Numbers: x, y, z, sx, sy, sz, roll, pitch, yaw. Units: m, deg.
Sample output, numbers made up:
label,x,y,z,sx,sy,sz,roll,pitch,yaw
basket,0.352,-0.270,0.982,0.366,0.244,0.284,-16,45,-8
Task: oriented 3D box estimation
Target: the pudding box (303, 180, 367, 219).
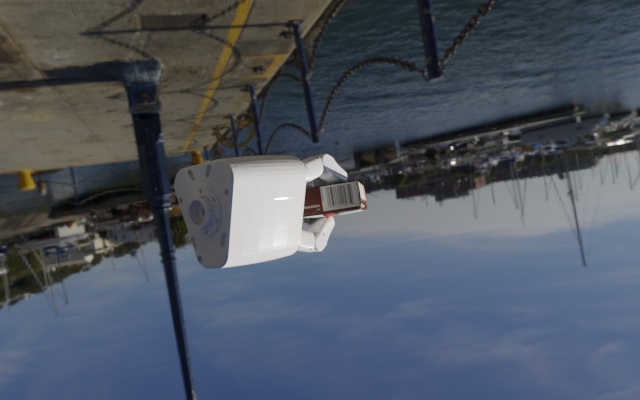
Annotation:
label,x,y,z,sx,sy,sz,roll,pitch,yaw
pudding box,0.000,0.002,0.619,0.113,0.039,0.090,-7,-2,10
